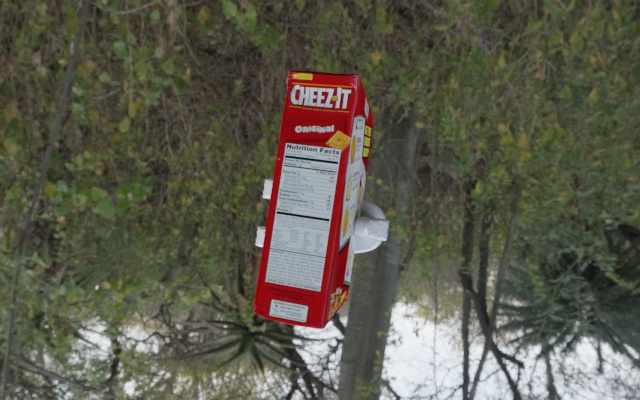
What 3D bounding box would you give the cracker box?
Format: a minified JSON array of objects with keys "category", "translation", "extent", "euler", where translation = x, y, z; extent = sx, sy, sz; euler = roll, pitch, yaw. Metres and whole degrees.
[{"category":"cracker box","translation":[0.000,0.002,0.472],"extent":[0.072,0.213,0.164],"euler":[8,-2,11]}]
